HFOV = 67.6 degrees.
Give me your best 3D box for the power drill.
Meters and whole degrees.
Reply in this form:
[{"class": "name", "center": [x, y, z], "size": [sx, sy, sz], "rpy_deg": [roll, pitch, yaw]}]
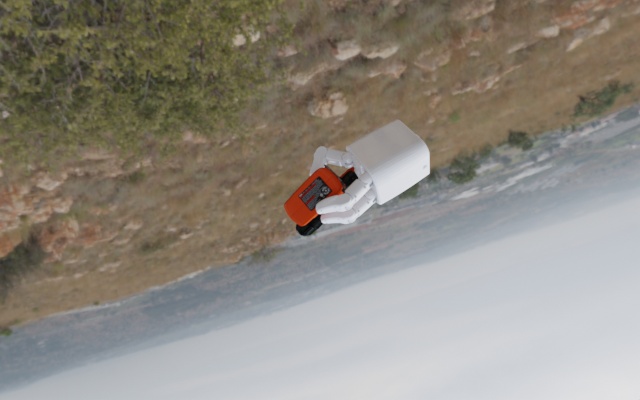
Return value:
[{"class": "power drill", "center": [0.000, 0.003, 0.880], "size": [0.184, 0.057, 0.187], "rpy_deg": [-46, -10, 12]}]
